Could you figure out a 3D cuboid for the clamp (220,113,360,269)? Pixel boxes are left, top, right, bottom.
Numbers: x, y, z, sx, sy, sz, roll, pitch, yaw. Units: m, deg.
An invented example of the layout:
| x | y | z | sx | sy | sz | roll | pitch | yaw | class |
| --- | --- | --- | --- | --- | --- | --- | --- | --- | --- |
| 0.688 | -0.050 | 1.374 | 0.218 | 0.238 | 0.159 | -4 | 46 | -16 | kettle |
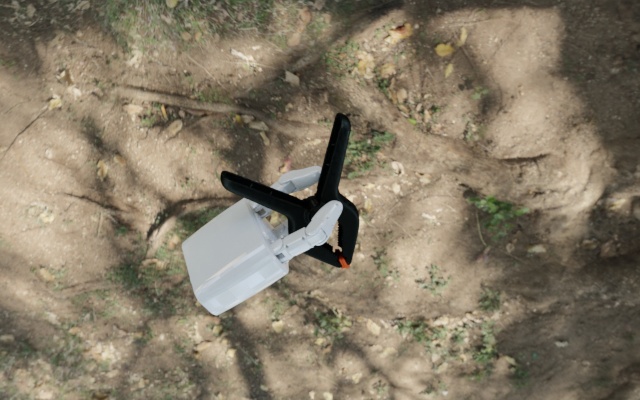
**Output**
| x | y | z | sx | sy | sz | roll | pitch | yaw | class |
| --- | --- | --- | --- | --- | --- | --- | --- | --- | --- |
| 0.000 | 0.003 | 0.597 | 0.164 | 0.210 | 0.036 | -32 | 32 | 6 | clamp |
